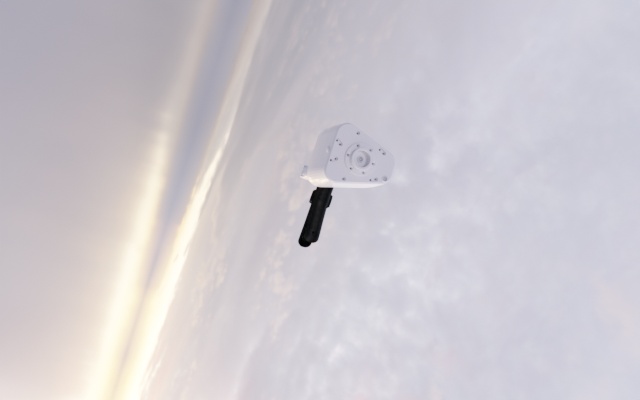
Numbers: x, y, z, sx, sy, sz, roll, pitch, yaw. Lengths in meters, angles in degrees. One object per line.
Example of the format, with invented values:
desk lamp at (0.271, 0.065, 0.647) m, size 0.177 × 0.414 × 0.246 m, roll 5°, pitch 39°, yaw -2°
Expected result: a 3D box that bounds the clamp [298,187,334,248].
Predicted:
clamp at (0.001, 0.003, 0.821) m, size 0.039 × 0.171 × 0.120 m, roll 17°, pitch -3°, yaw -11°
